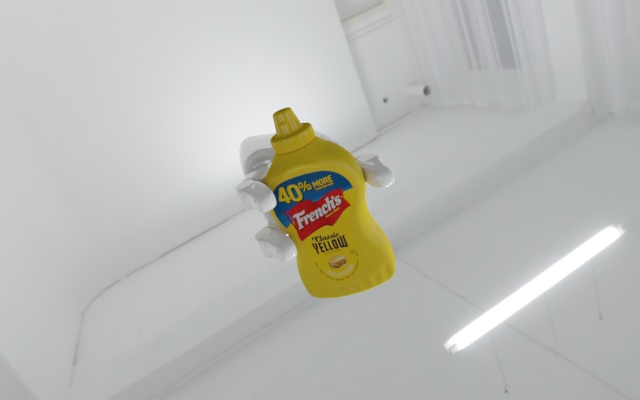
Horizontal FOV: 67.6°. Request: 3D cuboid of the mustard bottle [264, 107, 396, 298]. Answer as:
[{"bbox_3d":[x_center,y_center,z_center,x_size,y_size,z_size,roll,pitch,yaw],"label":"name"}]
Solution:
[{"bbox_3d":[0.000,0.002,0.460,0.096,0.192,0.058,-16,23,17],"label":"mustard bottle"}]
